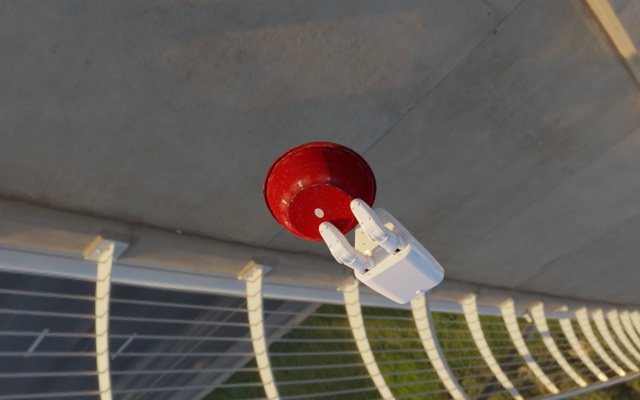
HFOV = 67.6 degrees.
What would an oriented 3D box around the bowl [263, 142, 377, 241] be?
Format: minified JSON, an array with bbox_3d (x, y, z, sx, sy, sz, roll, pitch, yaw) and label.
[{"bbox_3d":[-0.001,0.002,0.660,0.162,0.162,0.055,0,34,-2],"label":"bowl"}]
